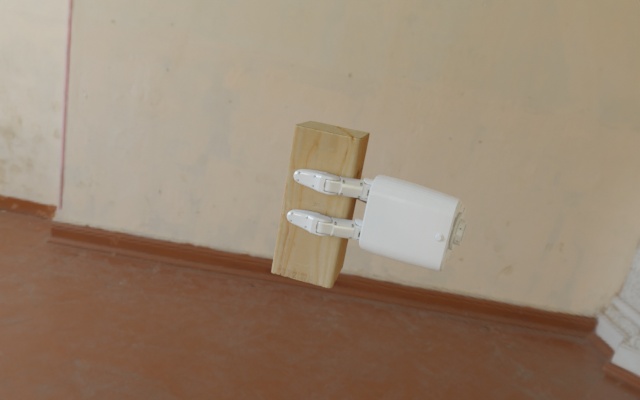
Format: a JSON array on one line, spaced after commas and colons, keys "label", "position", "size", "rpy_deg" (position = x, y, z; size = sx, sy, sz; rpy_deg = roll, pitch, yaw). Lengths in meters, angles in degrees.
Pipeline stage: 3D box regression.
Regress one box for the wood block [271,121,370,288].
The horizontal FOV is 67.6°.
[{"label": "wood block", "position": [0.001, 0.002, 0.663], "size": [0.090, 0.206, 0.091], "rpy_deg": [13, 15, 10]}]
